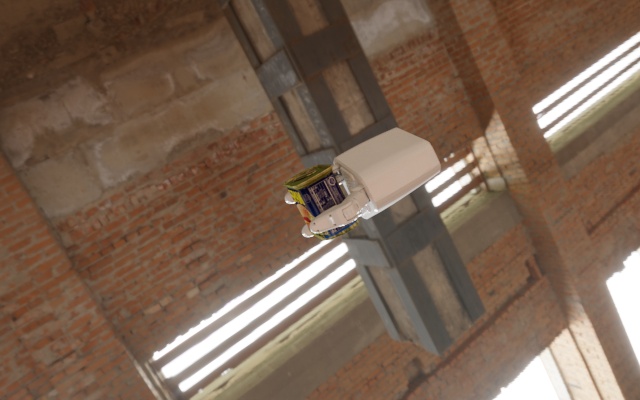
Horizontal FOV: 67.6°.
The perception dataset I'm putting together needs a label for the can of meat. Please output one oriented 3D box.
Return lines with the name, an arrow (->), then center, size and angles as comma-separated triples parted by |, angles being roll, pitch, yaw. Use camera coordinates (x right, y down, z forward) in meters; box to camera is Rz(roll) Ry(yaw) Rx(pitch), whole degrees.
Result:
can of meat -> 0.000, 0.002, 0.633 | 0.057, 0.084, 0.102 | -30, 11, -11
